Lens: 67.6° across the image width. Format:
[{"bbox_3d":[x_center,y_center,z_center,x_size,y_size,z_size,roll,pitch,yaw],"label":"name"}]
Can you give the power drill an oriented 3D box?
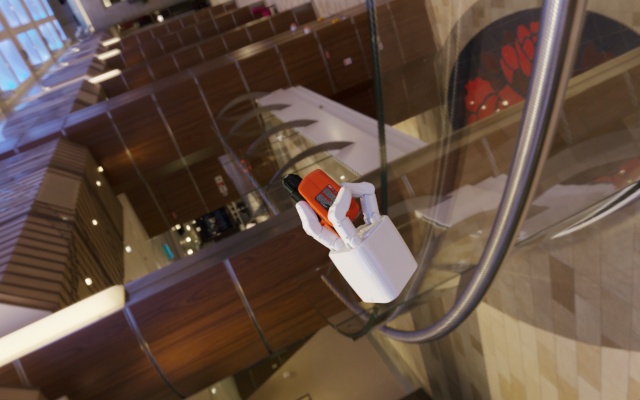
[{"bbox_3d":[0.000,0.003,0.860,0.184,0.057,0.188,42,-8,6],"label":"power drill"}]
